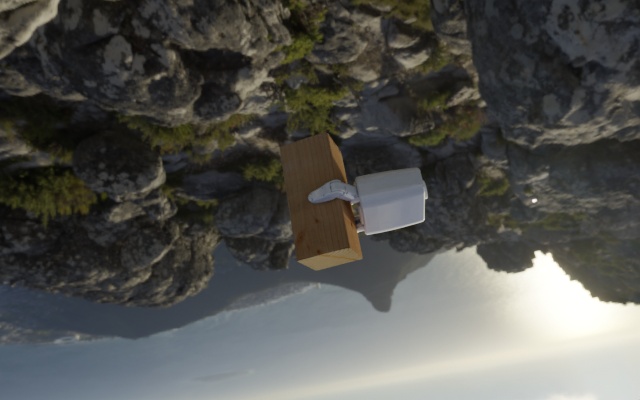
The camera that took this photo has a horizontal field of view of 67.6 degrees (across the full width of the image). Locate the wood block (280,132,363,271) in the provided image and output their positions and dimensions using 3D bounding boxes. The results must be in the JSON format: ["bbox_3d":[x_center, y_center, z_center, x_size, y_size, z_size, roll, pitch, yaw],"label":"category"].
[{"bbox_3d":[0.000,0.003,0.815,0.090,0.206,0.091,-16,-22,14],"label":"wood block"}]
